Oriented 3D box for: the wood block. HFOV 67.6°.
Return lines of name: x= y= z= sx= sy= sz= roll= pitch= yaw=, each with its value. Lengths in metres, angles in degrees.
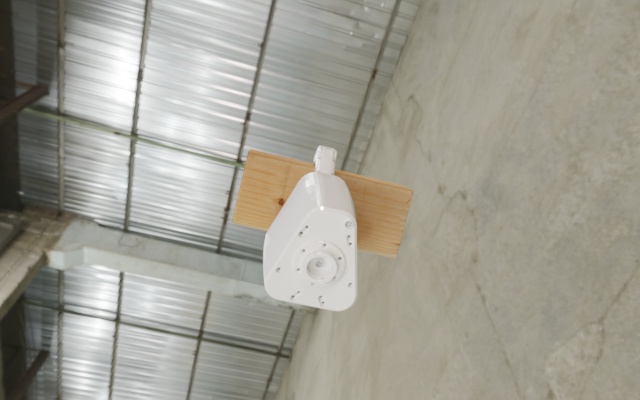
wood block: x=0.000 y=0.002 z=0.615 sx=0.206 sy=0.091 sz=0.090 roll=13 pitch=6 yaw=-8
